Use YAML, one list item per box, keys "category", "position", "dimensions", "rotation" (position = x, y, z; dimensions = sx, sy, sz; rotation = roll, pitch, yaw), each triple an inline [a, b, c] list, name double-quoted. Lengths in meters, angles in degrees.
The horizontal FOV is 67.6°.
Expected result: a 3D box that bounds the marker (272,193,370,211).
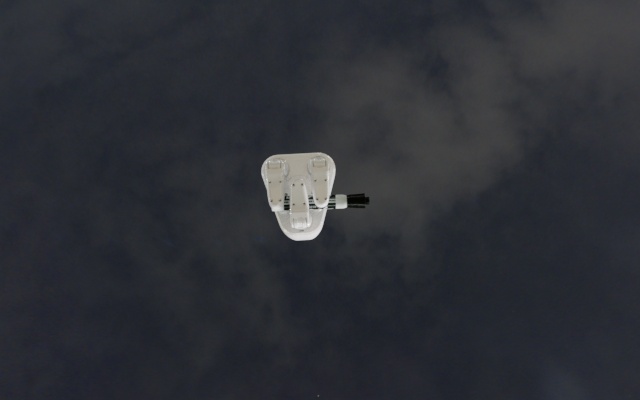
- category: "marker"
  position: [0.000, 0.002, 0.591]
  dimensions: [0.121, 0.020, 0.020]
  rotation: [-2, 0, -1]
